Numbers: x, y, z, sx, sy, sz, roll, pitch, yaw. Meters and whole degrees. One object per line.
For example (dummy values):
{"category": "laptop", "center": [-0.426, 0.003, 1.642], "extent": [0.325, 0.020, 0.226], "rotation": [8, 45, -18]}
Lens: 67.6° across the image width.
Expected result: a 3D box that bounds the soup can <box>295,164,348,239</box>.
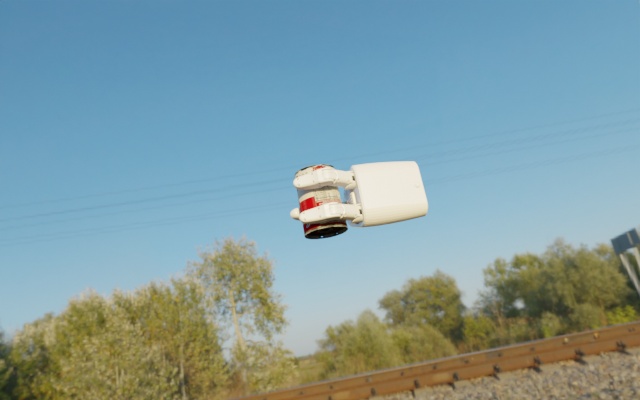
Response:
{"category": "soup can", "center": [0.000, 0.002, 0.745], "extent": [0.068, 0.102, 0.068], "rotation": [-10, -17, -3]}
